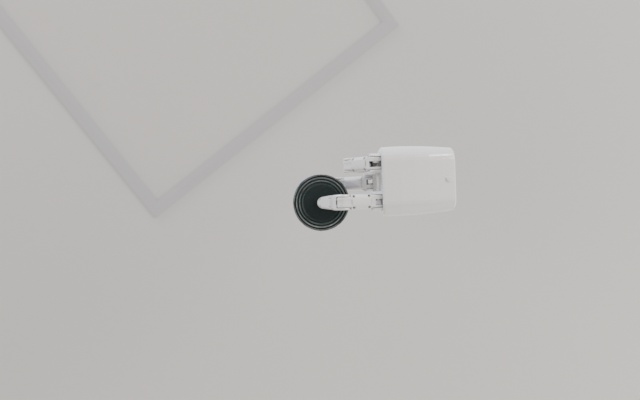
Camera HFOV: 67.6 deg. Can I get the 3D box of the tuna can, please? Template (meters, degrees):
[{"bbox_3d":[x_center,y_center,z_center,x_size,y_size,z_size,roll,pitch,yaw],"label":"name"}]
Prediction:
[{"bbox_3d":[0.000,0.002,0.737,0.086,0.086,0.034,0,4,-5],"label":"tuna can"}]
